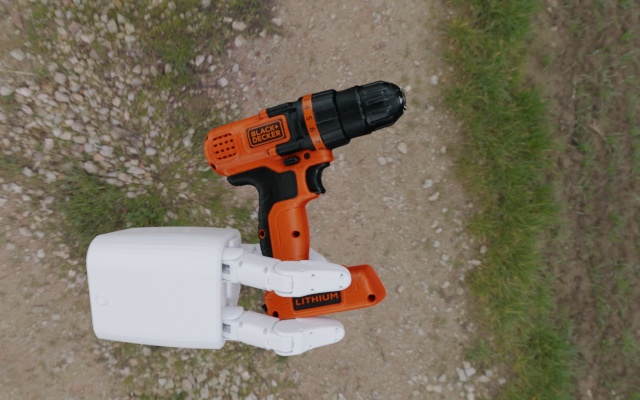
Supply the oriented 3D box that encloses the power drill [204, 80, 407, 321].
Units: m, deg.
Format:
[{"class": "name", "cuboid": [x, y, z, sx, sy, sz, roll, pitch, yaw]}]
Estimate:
[{"class": "power drill", "cuboid": [0.000, 0.002, 0.419, 0.184, 0.187, 0.057, -14, -4, 16]}]
